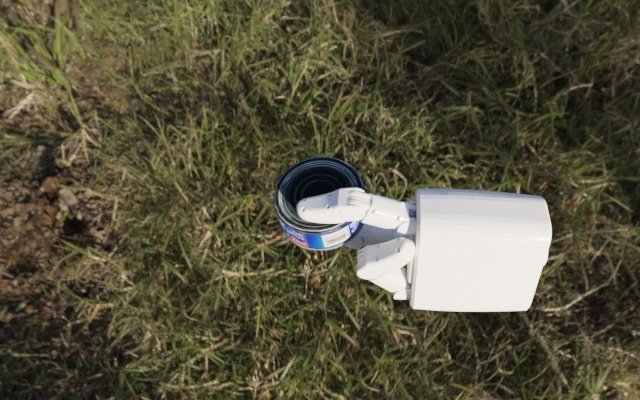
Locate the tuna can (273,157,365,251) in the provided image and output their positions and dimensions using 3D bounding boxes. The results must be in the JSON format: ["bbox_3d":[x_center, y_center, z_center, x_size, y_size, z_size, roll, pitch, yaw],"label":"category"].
[{"bbox_3d":[0.000,0.001,0.445,0.086,0.086,0.034,0,-33,9],"label":"tuna can"}]
